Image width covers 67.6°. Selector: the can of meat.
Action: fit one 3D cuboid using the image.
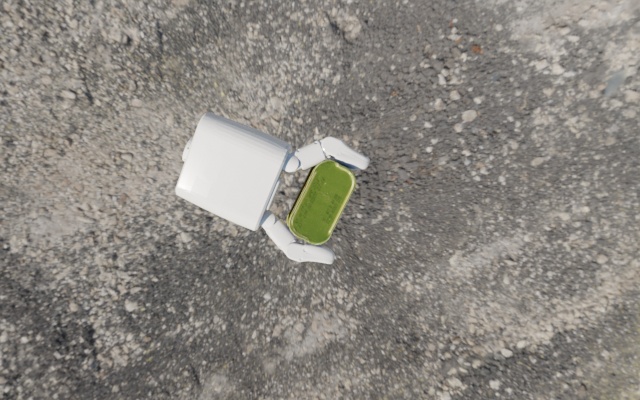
[{"bbox_3d":[0.000,0.002,0.577,0.057,0.102,0.084,26,-1,-3],"label":"can of meat"}]
